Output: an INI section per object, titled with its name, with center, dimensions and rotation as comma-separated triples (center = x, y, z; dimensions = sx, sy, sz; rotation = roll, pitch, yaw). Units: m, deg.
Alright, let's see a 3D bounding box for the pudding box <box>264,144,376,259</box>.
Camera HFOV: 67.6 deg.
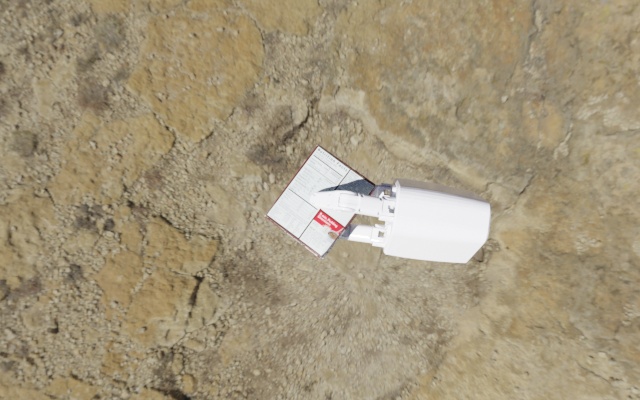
[pudding box]
center = 0.000, 0.002, 0.587
dimensions = 0.090, 0.113, 0.039
rotation = 37, -5, 6
